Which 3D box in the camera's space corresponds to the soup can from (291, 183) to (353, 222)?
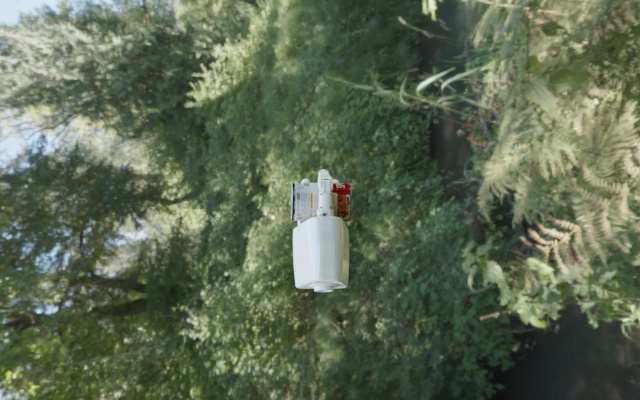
[{"bbox_3d":[0.000,0.002,0.835,0.102,0.068,0.068,1,0,-6],"label":"soup can"}]
